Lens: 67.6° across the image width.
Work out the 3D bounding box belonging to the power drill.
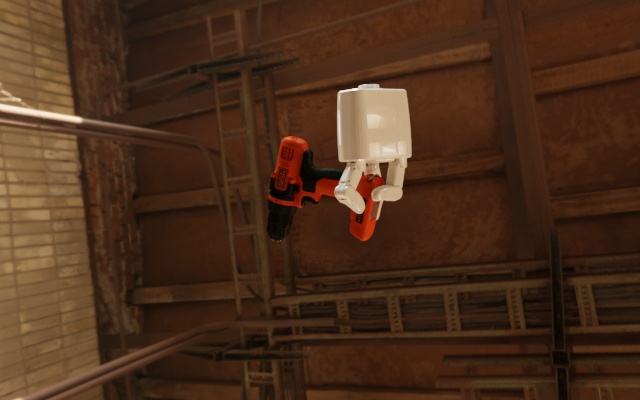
[{"bbox_3d":[0.001,0.002,0.789,0.187,0.184,0.057,18,19,19],"label":"power drill"}]
